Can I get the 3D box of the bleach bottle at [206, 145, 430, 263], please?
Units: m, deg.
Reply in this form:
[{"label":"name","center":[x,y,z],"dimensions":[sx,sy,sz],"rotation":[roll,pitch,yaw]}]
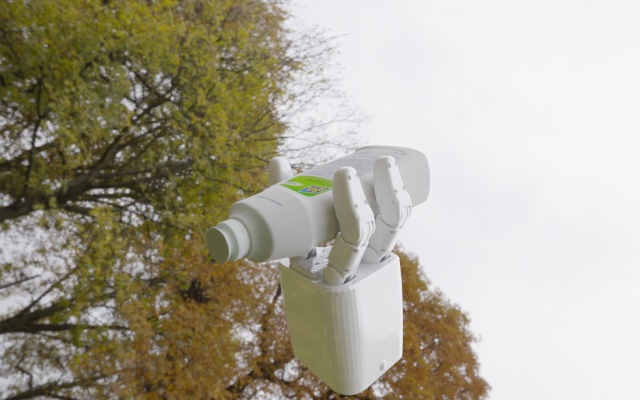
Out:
[{"label":"bleach bottle","center":[0.000,0.001,0.447],"dimensions":[0.102,0.068,0.251],"rotation":[8,19,42]}]
